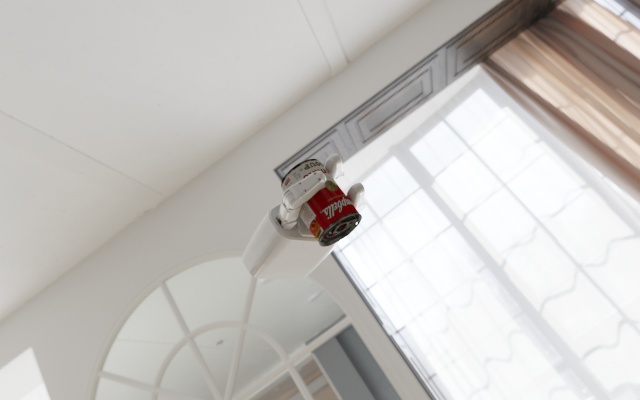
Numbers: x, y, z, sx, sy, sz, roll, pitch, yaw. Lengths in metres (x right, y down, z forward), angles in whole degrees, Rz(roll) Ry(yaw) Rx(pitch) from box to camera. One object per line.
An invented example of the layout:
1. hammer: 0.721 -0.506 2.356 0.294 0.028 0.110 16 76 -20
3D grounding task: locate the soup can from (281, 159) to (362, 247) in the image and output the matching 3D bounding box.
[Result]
1. soup can: 0.000 0.002 0.647 0.068 0.102 0.068 -29 -24 -14
